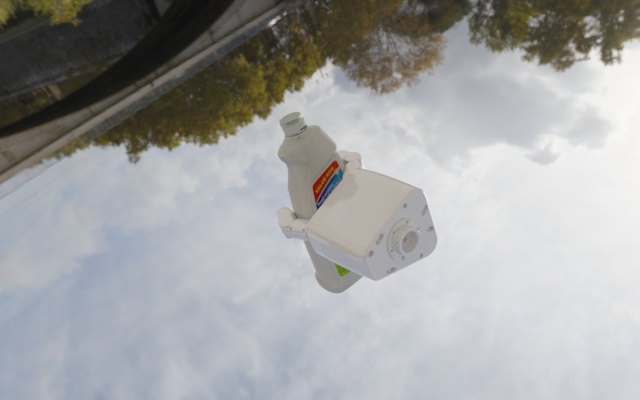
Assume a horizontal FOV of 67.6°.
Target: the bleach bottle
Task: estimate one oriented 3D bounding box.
[{"bbox_3d":[0.000,0.002,0.646,0.102,0.251,0.068,-36,32,-21],"label":"bleach bottle"}]
